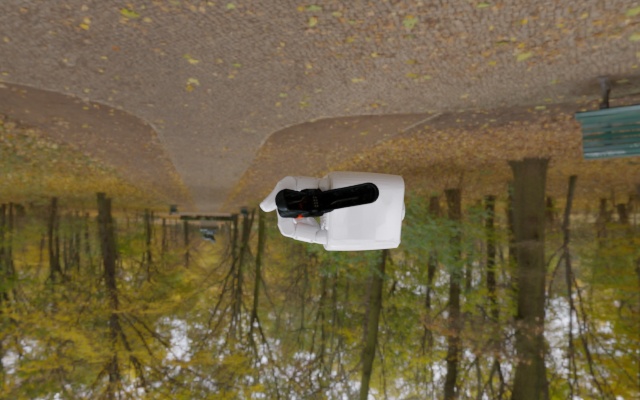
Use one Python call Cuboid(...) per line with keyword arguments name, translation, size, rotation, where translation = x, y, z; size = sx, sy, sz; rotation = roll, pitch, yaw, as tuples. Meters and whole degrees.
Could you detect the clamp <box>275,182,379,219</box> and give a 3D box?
Cuboid(name="clamp", translation=(0.000, 0.003, 0.599), size=(0.120, 0.039, 0.171), rotation=(0, -3, -8))
